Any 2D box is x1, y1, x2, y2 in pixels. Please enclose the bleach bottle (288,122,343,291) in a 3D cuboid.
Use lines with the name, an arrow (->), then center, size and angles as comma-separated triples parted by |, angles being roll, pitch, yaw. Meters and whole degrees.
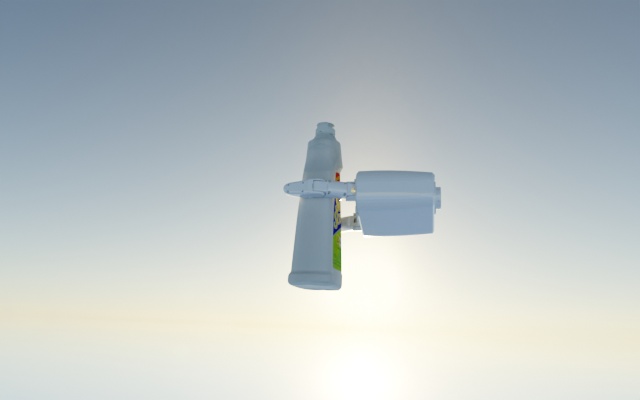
bleach bottle -> 0.000, 0.002, 0.702 | 0.068, 0.250, 0.102 | -1, -15, 13
